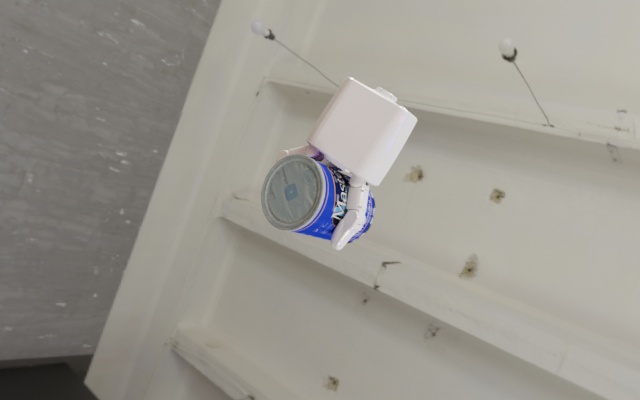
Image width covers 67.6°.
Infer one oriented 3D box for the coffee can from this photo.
[{"bbox_3d":[0.000,0.002,0.678,0.103,0.103,0.140,0,-11,35],"label":"coffee can"}]
